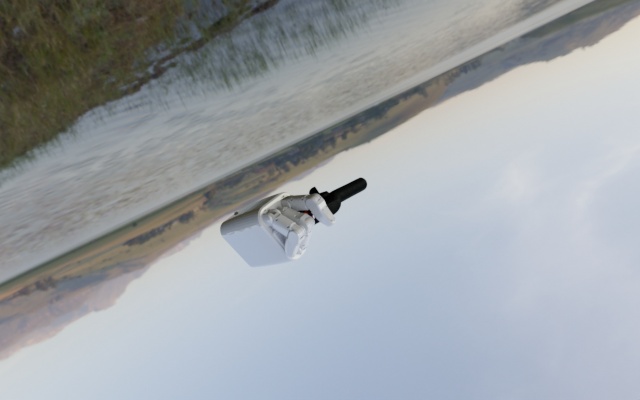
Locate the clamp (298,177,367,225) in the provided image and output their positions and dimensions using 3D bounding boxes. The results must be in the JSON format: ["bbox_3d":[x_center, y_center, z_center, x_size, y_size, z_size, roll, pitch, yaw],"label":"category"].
[{"bbox_3d":[0.000,0.003,0.865,0.120,0.039,0.171,-14,13,37],"label":"clamp"}]
